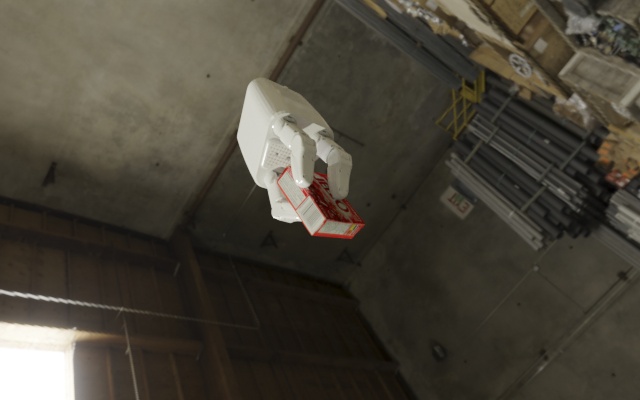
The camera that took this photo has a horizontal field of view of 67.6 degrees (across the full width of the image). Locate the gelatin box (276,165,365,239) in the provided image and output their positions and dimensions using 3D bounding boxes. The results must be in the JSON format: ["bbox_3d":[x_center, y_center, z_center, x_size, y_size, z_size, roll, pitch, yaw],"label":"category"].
[{"bbox_3d":[0.000,0.002,0.552,0.073,0.030,0.089,10,36,-50],"label":"gelatin box"}]
